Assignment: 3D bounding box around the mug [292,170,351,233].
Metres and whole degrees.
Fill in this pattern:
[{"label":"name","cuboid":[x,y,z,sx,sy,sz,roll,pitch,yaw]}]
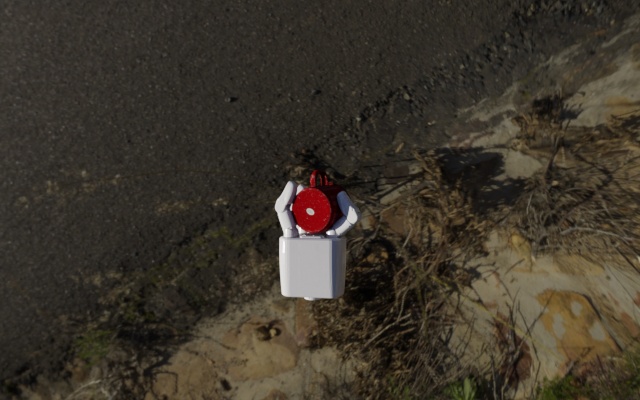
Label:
[{"label":"mug","cuboid":[0.000,0.001,0.862,0.093,0.117,0.081,1,4,24]}]
